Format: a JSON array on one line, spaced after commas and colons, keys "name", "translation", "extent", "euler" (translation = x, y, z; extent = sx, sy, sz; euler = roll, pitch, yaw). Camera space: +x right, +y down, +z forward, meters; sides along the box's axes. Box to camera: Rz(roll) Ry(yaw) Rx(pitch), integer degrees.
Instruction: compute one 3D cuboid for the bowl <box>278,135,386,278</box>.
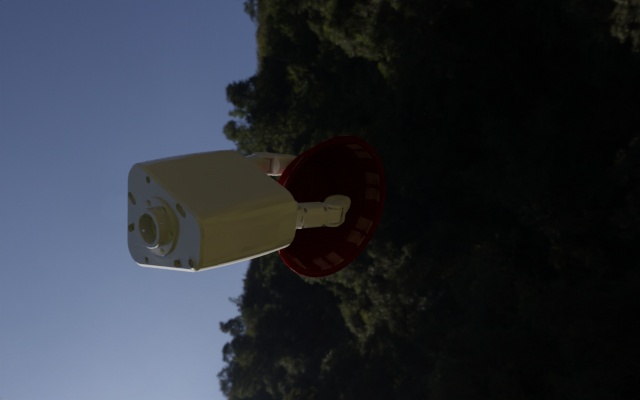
[{"name": "bowl", "translation": [0.001, 0.002, 0.538], "extent": [0.162, 0.162, 0.055], "euler": [0, 17, -42]}]
